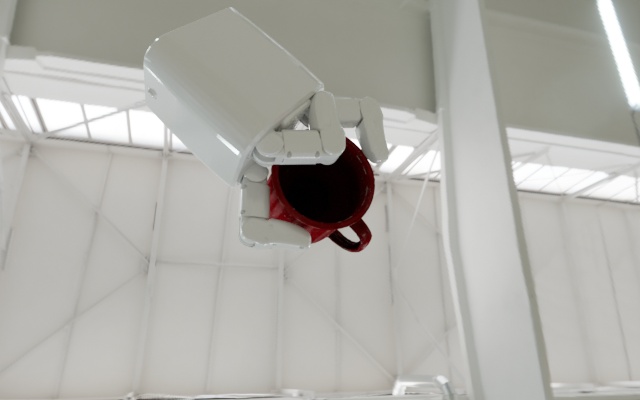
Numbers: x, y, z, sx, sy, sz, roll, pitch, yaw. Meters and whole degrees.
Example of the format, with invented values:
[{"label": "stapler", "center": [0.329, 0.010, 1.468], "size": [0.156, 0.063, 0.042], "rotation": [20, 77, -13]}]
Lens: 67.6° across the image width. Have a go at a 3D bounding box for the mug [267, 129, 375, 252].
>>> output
[{"label": "mug", "center": [0.001, 0.002, 0.441], "size": [0.093, 0.117, 0.081], "rotation": [-45, -1, -27]}]
